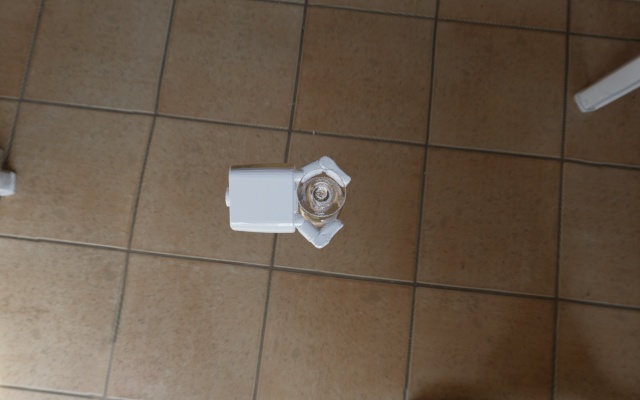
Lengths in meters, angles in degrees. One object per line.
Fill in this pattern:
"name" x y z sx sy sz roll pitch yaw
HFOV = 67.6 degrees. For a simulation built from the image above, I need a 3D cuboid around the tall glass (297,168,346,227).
"tall glass" 0.000 0.003 0.812 0.079 0.079 0.201 0 -9 0
